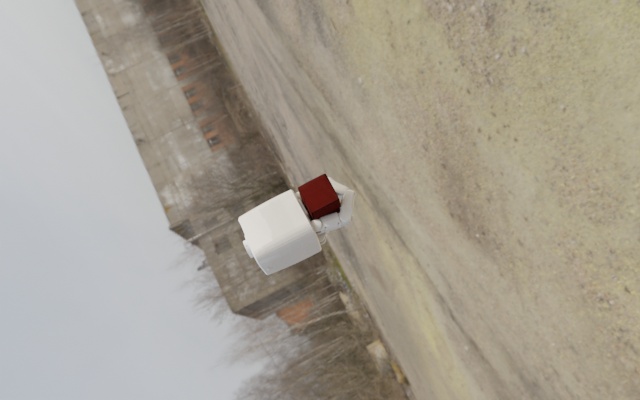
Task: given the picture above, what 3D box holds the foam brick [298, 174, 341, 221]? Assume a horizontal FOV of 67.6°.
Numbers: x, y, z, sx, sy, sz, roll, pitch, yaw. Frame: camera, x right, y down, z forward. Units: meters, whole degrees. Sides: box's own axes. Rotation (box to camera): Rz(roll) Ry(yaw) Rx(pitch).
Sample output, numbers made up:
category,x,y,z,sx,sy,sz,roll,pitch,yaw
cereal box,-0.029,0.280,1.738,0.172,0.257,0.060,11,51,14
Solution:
category,x,y,z,sx,sy,sz,roll,pitch,yaw
foam brick,0.000,0.002,0.788,0.051,0.053,0.078,-26,-23,-5
